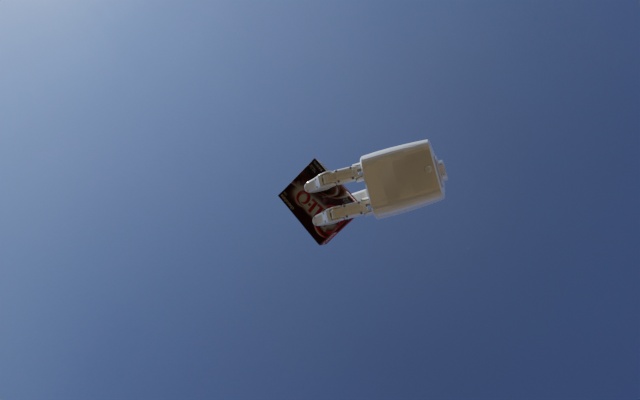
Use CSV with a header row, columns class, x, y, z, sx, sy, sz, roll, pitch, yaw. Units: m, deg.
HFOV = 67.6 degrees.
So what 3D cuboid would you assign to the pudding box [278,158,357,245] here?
class,x,y,z,sx,sy,sz,roll,pitch,yaw
pudding box,0.000,0.003,0.777,0.090,0.113,0.039,-45,-18,12
